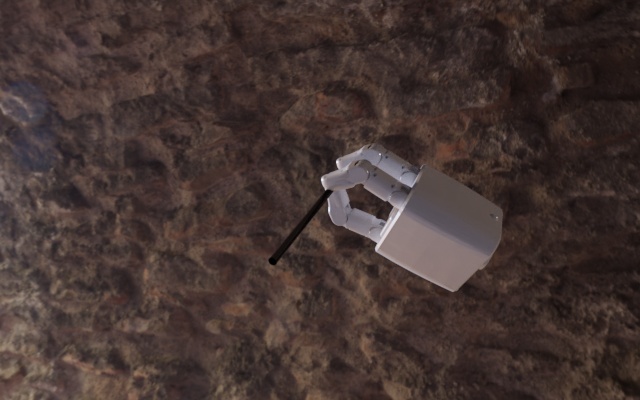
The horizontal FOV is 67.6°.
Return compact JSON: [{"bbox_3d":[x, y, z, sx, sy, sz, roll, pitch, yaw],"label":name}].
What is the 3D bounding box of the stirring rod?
[{"bbox_3d":[0.000,0.002,0.516,0.011,0.011,0.239,0,25,23],"label":"stirring rod"}]
